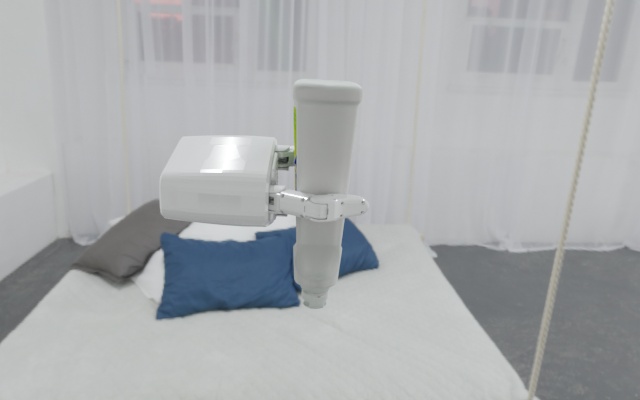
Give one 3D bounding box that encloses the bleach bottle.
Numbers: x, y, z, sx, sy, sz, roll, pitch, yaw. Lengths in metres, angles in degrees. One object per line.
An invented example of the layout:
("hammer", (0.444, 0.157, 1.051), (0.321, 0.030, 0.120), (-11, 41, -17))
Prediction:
("bleach bottle", (0.000, 0.002, 0.511), (0.068, 0.251, 0.102), (3, 17, -2))
